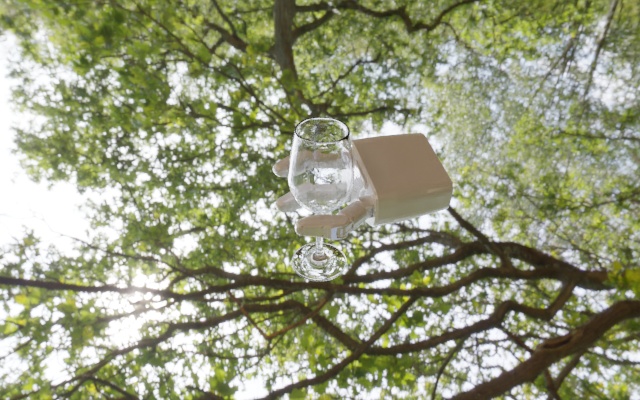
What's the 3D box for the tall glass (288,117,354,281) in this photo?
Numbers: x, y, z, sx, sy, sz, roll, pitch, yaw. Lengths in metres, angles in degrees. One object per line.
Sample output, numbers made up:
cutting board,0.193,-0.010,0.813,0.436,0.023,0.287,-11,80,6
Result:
tall glass,0.000,0.003,0.584,0.079,0.201,0.079,1,37,0
